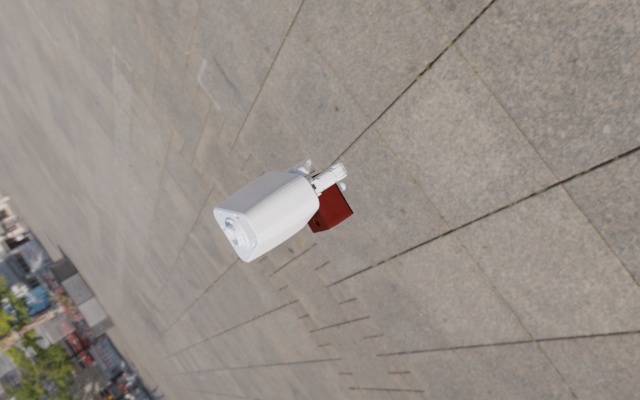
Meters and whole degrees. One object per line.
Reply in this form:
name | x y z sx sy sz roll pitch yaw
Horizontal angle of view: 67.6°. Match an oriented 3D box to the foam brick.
foam brick | 0.000 0.003 0.711 0.051 0.078 0.053 -35 8 -30
